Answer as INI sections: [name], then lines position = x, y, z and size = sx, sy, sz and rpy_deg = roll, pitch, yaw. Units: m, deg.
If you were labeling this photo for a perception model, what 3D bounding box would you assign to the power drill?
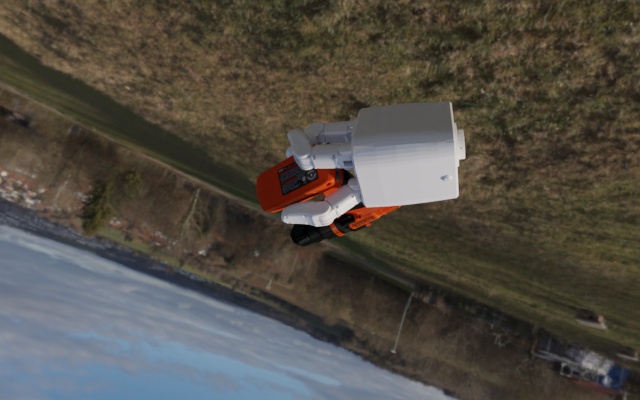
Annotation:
[power drill]
position = 0.000, 0.002, 0.634
size = 0.184, 0.057, 0.188
rpy_deg = -28, -26, 22
